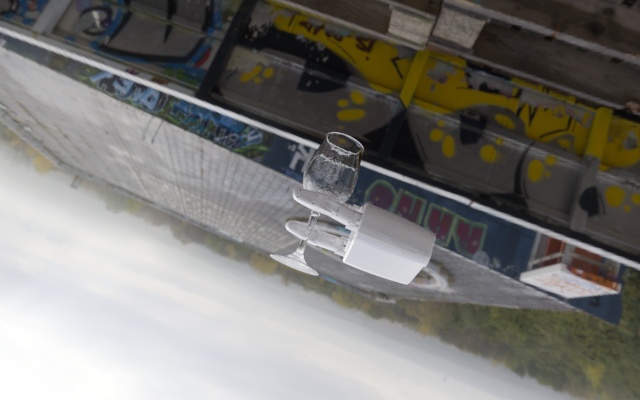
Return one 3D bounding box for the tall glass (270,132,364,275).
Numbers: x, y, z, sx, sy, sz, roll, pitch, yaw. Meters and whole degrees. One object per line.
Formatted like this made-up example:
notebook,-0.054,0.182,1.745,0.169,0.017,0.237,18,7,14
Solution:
tall glass,0.000,0.003,0.696,0.079,0.201,0.079,21,-14,5
